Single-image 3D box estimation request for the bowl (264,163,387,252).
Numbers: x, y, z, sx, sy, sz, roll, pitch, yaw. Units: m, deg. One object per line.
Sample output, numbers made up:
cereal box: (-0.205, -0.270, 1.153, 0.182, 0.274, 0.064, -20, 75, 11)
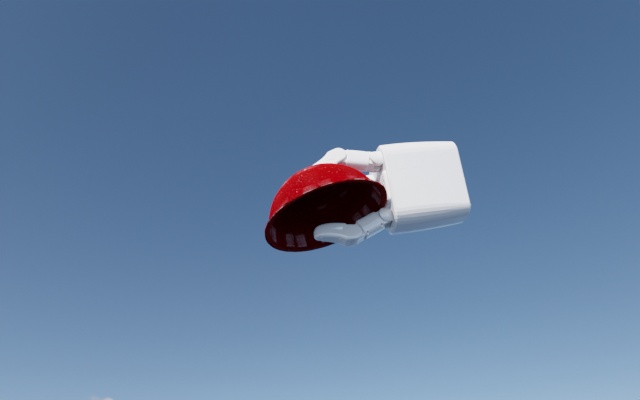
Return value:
bowl: (-0.001, 0.002, 0.604, 0.162, 0.055, 0.162, -17, -29, -10)
